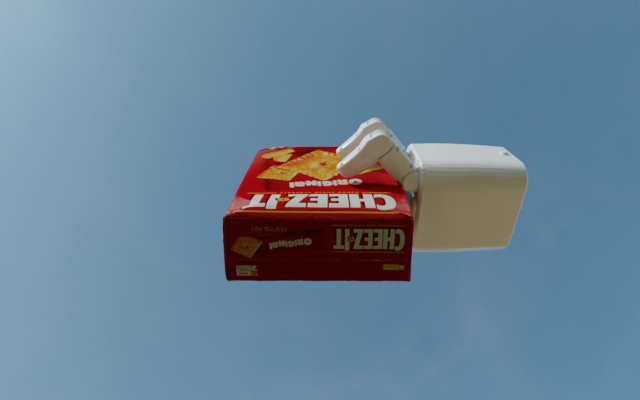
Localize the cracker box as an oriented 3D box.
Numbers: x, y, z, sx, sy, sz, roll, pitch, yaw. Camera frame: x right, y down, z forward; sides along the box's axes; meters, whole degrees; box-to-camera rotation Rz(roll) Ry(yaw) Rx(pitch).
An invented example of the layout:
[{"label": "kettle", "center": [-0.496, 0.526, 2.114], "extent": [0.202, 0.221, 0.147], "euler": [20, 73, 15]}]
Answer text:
[{"label": "cracker box", "center": [0.000, 0.002, 0.503], "extent": [0.164, 0.072, 0.213], "euler": [0, 21, 1]}]
